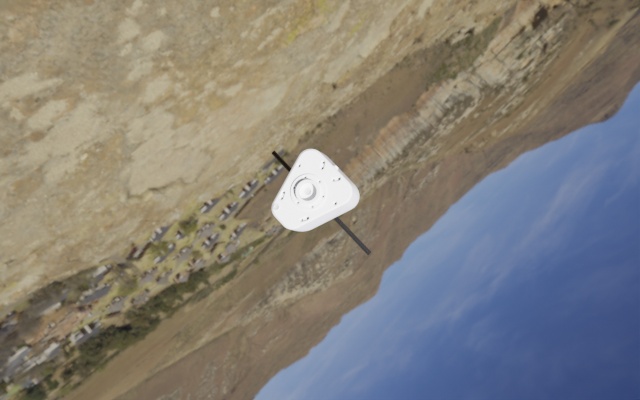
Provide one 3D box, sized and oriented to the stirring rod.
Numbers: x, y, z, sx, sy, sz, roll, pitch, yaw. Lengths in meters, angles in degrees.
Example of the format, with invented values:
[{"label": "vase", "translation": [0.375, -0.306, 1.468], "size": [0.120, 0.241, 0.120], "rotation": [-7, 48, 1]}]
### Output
[{"label": "stirring rod", "translation": [0.000, 0.003, 0.813], "size": [0.011, 0.239, 0.011], "rotation": [-43, -7, -7]}]
